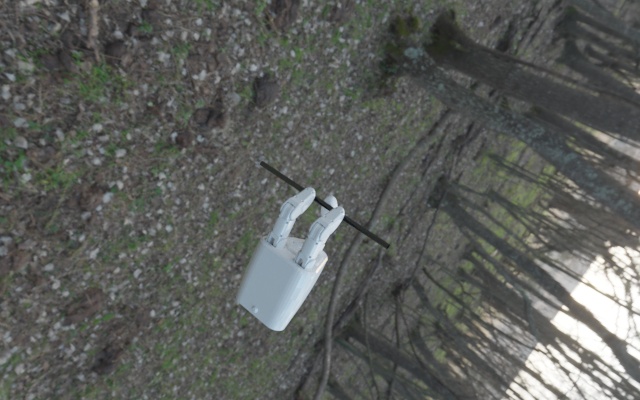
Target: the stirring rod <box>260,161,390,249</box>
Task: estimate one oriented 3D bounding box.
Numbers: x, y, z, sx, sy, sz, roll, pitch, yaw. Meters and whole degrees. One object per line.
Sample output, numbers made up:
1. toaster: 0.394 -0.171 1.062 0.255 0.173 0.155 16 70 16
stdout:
1. stirring rod: 0.000 0.002 0.697 0.239 0.011 0.011 33 15 24
